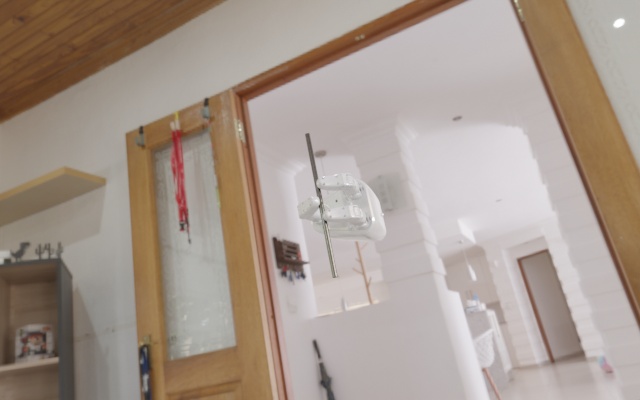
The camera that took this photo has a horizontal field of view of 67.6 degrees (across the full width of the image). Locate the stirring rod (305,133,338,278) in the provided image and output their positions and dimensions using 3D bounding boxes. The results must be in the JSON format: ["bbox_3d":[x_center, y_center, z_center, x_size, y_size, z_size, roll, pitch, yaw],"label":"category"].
[{"bbox_3d":[0.000,0.003,0.749,0.011,0.239,0.011,-10,-19,-3],"label":"stirring rod"}]
